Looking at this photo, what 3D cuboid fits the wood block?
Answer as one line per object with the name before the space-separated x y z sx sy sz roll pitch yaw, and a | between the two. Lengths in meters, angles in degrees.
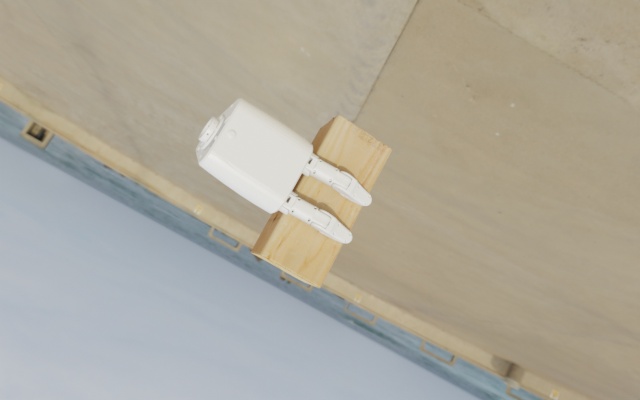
wood block | 0.000 0.002 0.645 0.090 0.206 0.091 31 -12 -12
